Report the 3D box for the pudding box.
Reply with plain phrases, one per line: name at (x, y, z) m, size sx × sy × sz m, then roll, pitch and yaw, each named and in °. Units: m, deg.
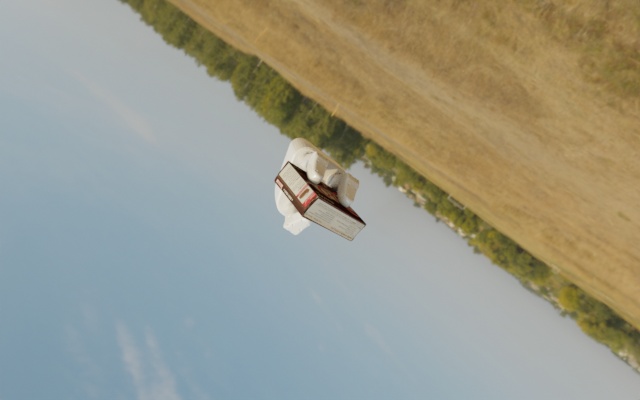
pudding box at (0.000, 0.002, 0.656) m, size 0.113 × 0.039 × 0.090 m, roll 27°, pitch 15°, yaw -45°
